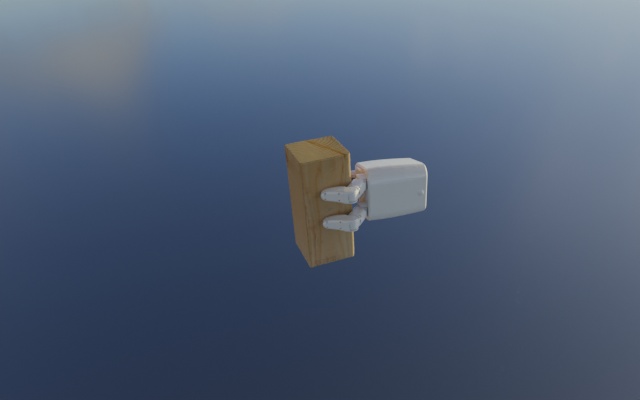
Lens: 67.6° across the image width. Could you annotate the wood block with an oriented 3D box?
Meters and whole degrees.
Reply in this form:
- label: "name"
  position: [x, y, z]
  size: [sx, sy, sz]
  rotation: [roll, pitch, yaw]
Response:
- label: "wood block"
  position: [0.000, 0.002, 0.849]
  size: [0.090, 0.206, 0.090]
  rotation: [-13, 31, -15]
